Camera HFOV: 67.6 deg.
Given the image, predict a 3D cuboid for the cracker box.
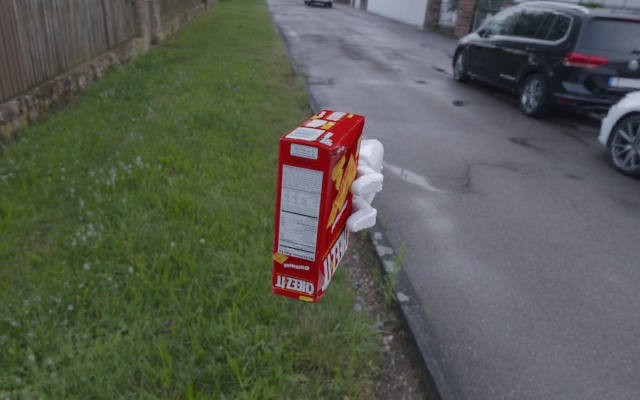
[{"bbox_3d":[0.000,0.002,0.640,0.072,0.214,0.164,12,25,15],"label":"cracker box"}]
